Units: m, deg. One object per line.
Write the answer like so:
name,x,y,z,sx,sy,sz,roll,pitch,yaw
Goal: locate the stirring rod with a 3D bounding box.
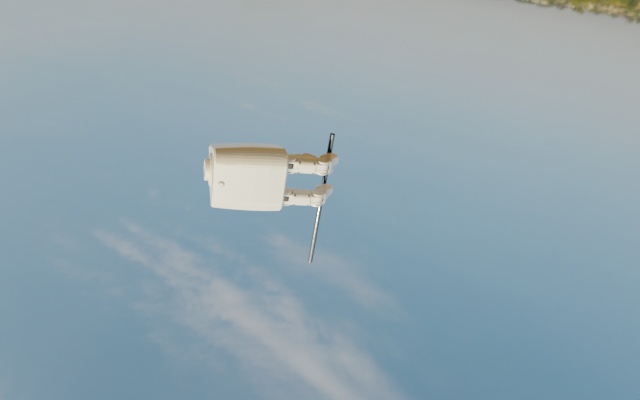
stirring rod,0.000,0.002,0.796,0.011,0.240,0.011,8,27,-4
